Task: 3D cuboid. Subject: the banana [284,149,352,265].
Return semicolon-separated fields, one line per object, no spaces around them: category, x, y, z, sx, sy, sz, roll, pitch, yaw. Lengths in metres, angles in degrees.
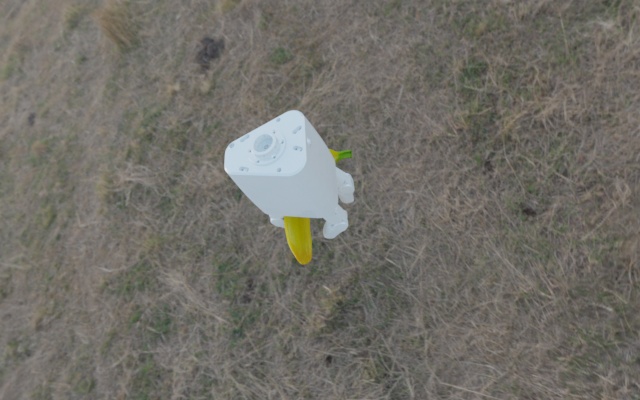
banana;-0.016;-0.005;0.693;0.069;0.197;0.037;14;-25;17
